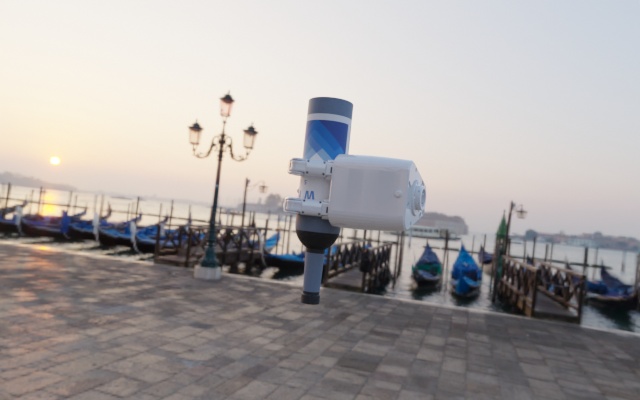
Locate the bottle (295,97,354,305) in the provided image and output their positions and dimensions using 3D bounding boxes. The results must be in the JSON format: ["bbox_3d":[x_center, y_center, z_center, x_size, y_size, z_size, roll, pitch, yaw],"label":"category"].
[{"bbox_3d":[0.000,0.002,0.697,0.069,0.295,0.069,6,-2,0],"label":"bottle"}]
